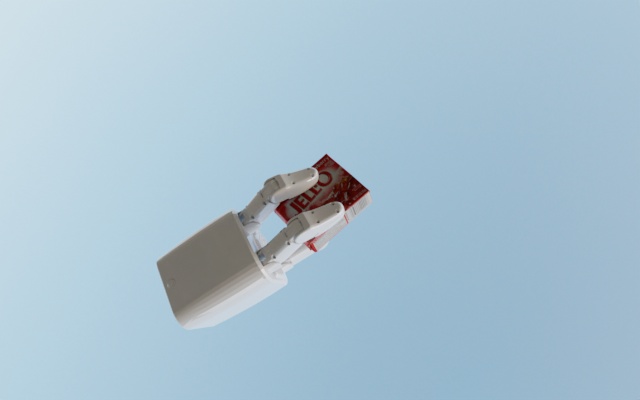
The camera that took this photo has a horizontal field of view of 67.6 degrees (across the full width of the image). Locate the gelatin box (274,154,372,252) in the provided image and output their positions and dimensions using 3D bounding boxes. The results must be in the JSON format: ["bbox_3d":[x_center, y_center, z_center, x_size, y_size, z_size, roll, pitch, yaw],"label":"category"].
[{"bbox_3d":[0.000,0.002,0.527,0.073,0.089,0.030,43,-12,30],"label":"gelatin box"}]
